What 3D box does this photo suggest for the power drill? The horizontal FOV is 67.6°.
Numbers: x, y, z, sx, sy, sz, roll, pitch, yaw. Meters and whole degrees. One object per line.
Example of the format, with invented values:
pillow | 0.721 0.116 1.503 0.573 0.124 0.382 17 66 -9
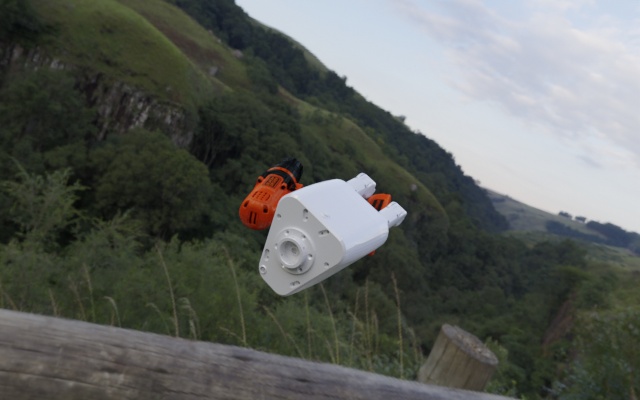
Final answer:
power drill | 0.000 0.002 0.672 0.187 0.057 0.184 15 30 8
